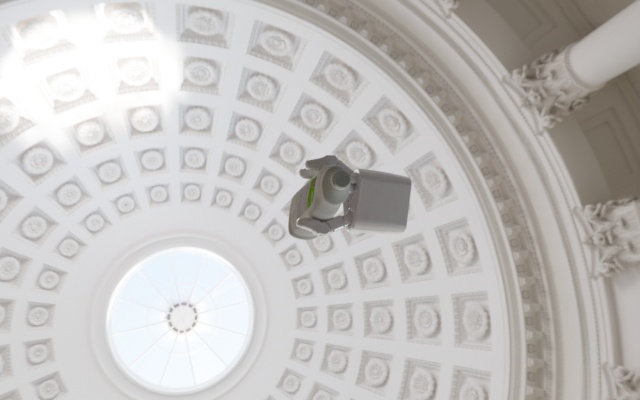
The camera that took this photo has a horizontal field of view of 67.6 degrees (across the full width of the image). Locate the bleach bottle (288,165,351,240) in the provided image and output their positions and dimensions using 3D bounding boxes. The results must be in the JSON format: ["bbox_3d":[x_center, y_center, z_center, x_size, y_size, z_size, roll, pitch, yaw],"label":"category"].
[{"bbox_3d":[0.000,0.003,0.878,0.068,0.102,0.251,8,-16,-14],"label":"bleach bottle"}]
